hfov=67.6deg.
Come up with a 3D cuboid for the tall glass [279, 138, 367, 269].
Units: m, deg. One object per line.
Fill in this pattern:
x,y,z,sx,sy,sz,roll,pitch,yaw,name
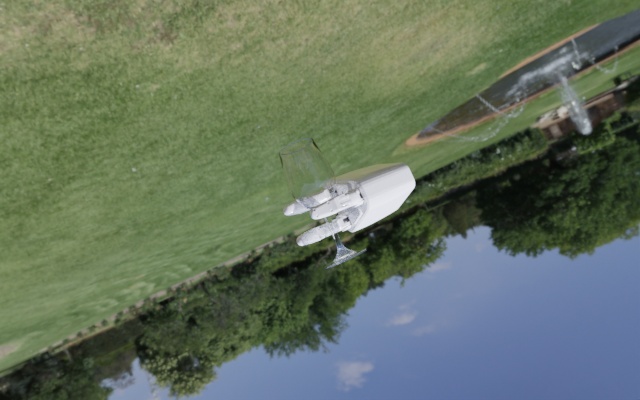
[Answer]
0.000,0.003,0.766,0.079,0.201,0.079,-24,-4,-2,tall glass
